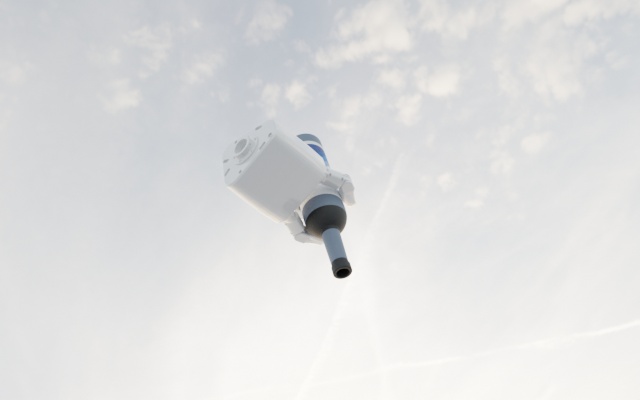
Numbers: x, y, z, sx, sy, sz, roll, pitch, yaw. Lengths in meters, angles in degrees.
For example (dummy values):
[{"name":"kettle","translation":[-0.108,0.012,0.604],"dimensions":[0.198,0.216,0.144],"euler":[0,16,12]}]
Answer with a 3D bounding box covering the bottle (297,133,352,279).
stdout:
[{"name":"bottle","translation":[0.000,0.002,0.756],"dimensions":[0.069,0.069,0.295],"euler":[0,41,-16]}]
